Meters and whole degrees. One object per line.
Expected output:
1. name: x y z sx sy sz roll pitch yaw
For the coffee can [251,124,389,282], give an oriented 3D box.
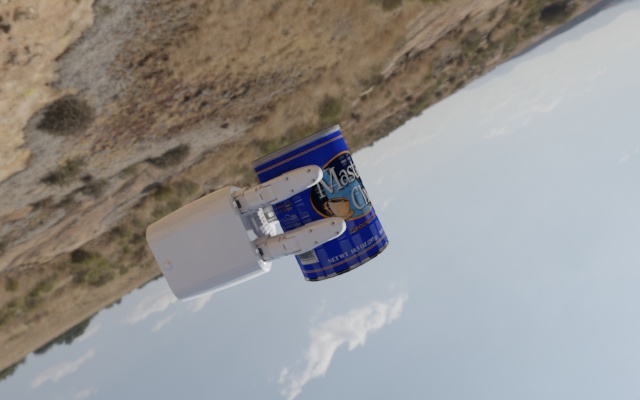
1. coffee can: 0.000 0.001 0.519 0.103 0.140 0.103 -24 6 3
